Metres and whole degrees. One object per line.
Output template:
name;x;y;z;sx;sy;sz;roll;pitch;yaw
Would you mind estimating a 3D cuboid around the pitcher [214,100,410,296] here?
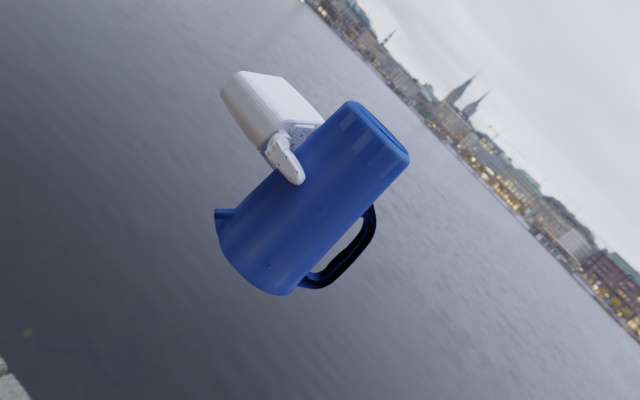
pitcher;0.000;0.002;0.606;0.243;0.145;0.149;-45;-23;15
